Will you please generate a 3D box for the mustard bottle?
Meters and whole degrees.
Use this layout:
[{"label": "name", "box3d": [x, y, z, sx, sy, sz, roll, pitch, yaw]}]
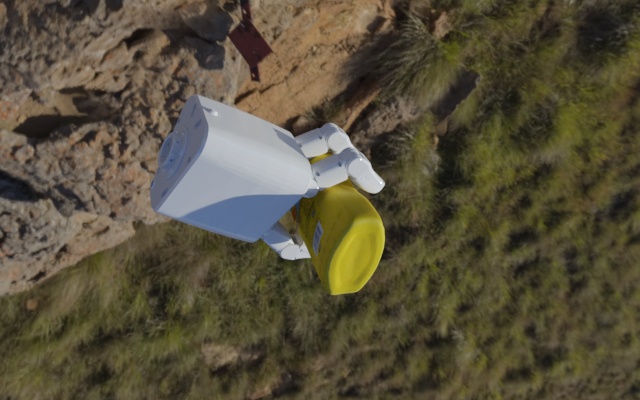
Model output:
[{"label": "mustard bottle", "box3d": [0.000, 0.002, 0.509, 0.058, 0.096, 0.191, -4, 36, -22]}]
